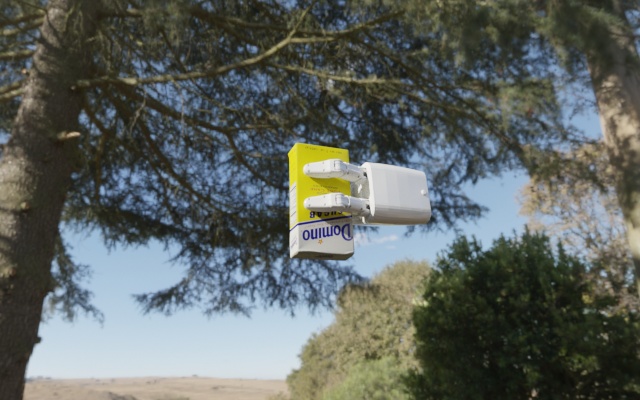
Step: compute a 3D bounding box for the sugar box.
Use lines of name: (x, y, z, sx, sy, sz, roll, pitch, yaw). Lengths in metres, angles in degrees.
sugar box: (0.000, 0.002, 0.741, 0.093, 0.176, 0.048, 5, -24, -20)
